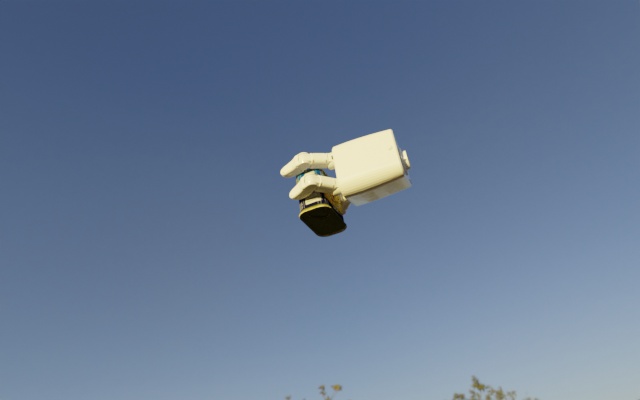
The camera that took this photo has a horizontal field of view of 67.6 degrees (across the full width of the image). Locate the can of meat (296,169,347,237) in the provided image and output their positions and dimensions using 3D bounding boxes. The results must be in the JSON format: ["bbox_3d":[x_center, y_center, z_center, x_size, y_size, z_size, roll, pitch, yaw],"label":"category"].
[{"bbox_3d":[0.000,0.003,0.829,0.057,0.084,0.102,-20,-34,17],"label":"can of meat"}]
